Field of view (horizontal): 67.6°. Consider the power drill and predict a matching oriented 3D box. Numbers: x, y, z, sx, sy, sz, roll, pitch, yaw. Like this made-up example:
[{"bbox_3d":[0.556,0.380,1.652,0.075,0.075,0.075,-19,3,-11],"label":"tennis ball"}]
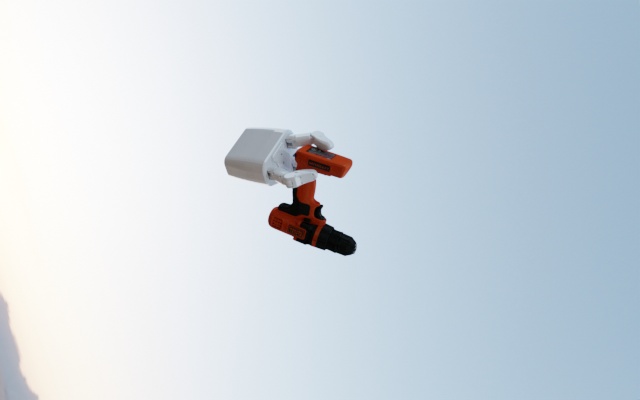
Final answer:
[{"bbox_3d":[0.000,0.002,0.900,0.184,0.188,0.057,20,24,10],"label":"power drill"}]
